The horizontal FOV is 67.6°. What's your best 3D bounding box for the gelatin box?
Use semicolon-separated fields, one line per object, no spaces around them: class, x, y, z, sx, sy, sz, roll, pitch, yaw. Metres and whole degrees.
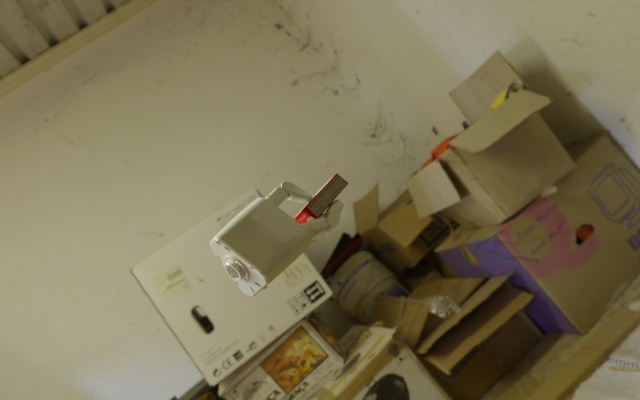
gelatin box;0.000;0.002;0.809;0.030;0.089;0.073;42;-25;-2
